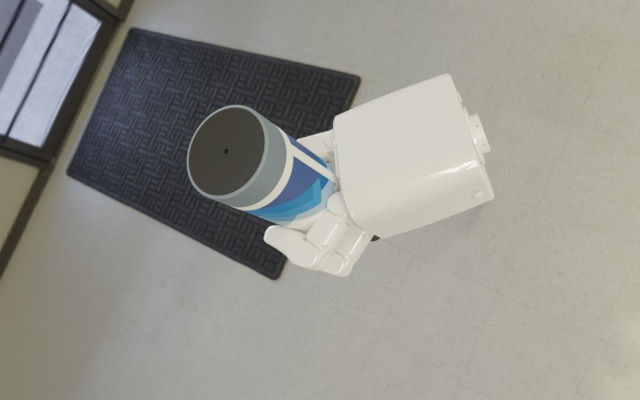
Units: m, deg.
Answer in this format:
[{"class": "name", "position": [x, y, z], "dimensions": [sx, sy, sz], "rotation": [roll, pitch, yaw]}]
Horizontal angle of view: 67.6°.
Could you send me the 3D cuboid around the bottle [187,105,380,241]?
[{"class": "bottle", "position": [0.000, 0.001, 0.446], "dimensions": [0.069, 0.069, 0.296], "rotation": [0, -14, 26]}]
